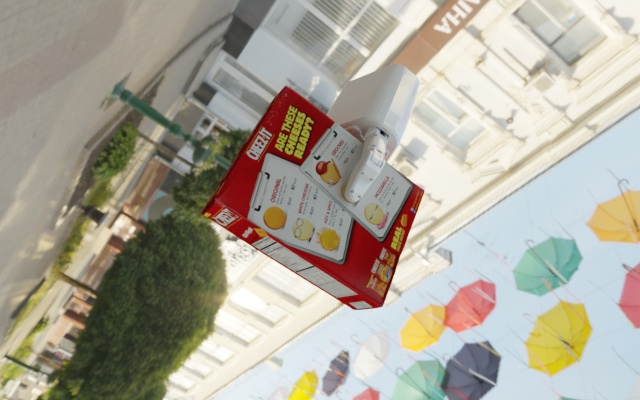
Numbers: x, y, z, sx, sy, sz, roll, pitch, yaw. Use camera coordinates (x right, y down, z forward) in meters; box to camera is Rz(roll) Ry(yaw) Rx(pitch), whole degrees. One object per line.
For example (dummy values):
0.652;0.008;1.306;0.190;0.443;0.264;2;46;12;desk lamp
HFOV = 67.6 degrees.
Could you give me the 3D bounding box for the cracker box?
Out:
0.000;0.002;0.545;0.214;0.164;0.072;34;-29;-15;cracker box
